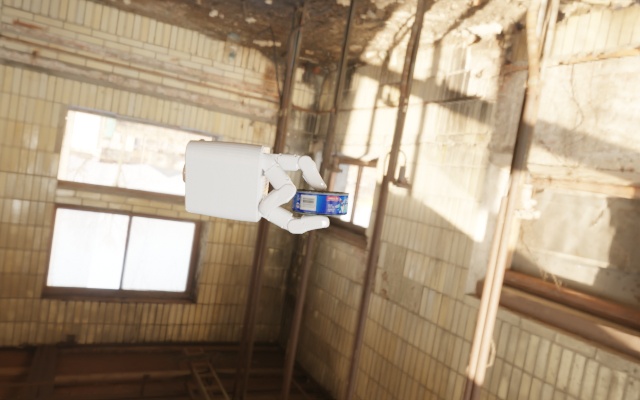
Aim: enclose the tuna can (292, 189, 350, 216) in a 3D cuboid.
[{"bbox_3d":[0.000,0.003,0.719,0.086,0.034,0.086,4,3,0],"label":"tuna can"}]
